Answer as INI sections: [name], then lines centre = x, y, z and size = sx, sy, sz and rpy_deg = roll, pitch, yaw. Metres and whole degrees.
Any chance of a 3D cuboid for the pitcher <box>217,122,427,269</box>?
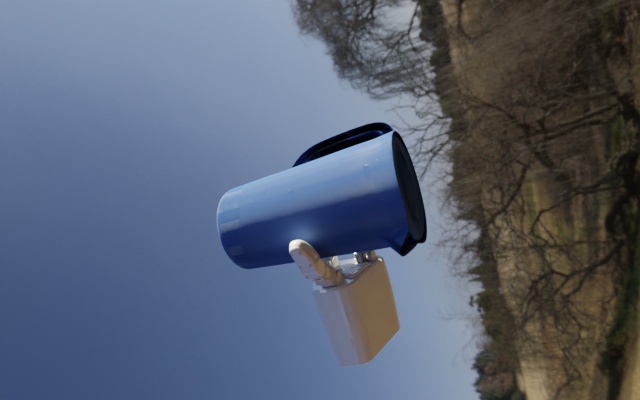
[pitcher]
centre = 0.000, 0.002, 0.592
size = 0.243, 0.145, 0.149
rpy_deg = -14, 10, 21
